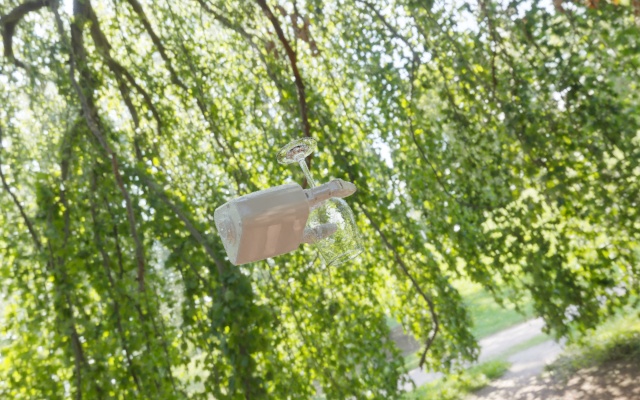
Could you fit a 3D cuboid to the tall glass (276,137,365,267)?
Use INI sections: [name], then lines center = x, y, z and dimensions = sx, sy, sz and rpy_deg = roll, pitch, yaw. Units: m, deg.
[tall glass]
center = 0.000, 0.002, 0.764
dimensions = 0.079, 0.201, 0.079
rpy_deg = -23, -18, -8
